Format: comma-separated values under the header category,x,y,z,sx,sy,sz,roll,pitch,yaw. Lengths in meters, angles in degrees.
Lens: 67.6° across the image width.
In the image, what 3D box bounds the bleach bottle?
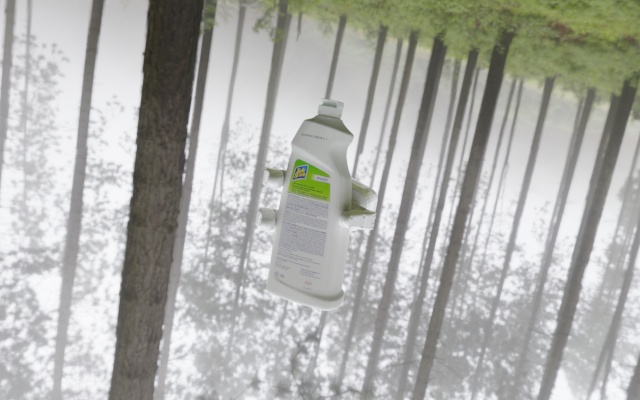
category,x,y,z,sx,sy,sz,roll,pitch,yaw
bleach bottle,0.000,0.002,0.599,0.102,0.251,0.068,13,9,17
